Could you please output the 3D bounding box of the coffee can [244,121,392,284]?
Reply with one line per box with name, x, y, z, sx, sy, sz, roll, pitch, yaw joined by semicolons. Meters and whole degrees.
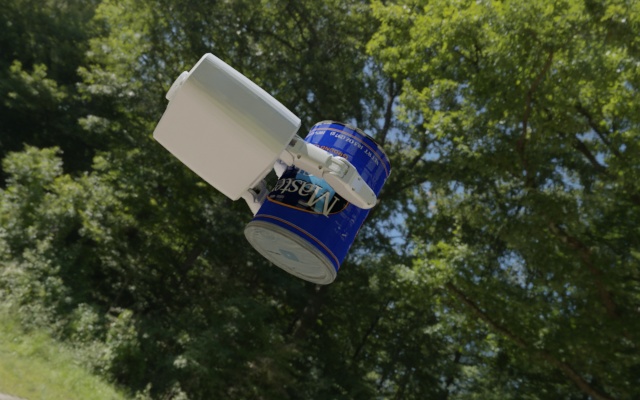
coffee can;0.000;0.002;0.505;0.103;0.140;0.103;25;-25;13
